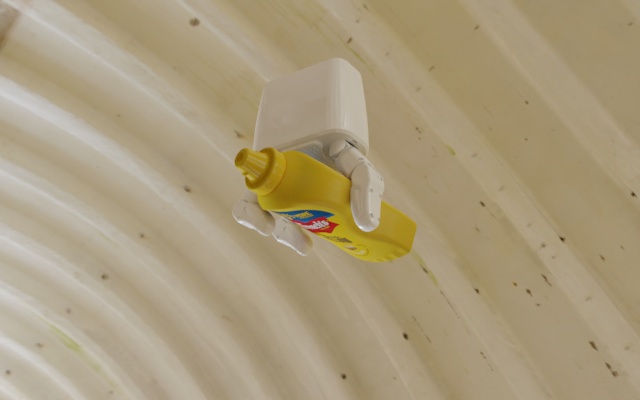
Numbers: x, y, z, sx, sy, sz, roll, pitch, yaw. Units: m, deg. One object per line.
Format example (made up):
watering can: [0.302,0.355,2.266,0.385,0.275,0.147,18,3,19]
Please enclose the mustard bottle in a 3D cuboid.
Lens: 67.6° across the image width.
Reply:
mustard bottle: [0.000,0.002,0.450,0.192,0.058,0.096,30,-19,-38]
